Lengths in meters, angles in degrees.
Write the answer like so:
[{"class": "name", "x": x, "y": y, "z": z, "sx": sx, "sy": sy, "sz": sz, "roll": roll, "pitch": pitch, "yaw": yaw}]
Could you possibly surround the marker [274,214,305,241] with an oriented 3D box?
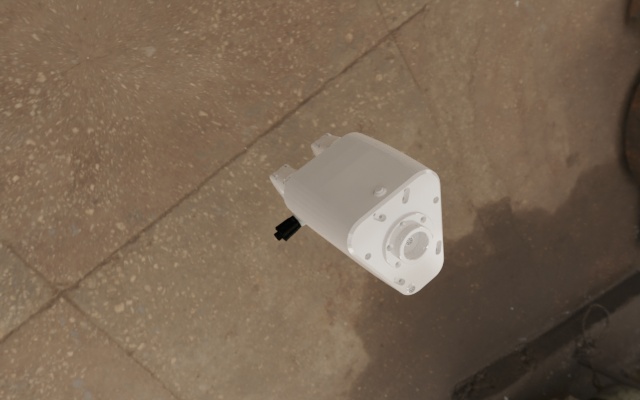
[{"class": "marker", "x": 0.000, "y": 0.002, "z": 0.508, "sx": 0.121, "sy": 0.020, "sz": 0.020, "roll": -39, "pitch": 9, "yaw": -11}]
